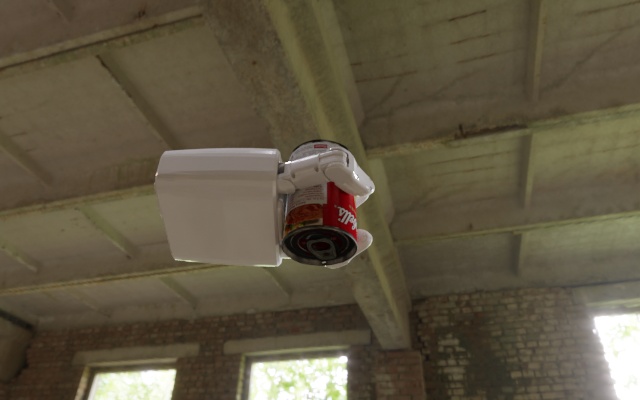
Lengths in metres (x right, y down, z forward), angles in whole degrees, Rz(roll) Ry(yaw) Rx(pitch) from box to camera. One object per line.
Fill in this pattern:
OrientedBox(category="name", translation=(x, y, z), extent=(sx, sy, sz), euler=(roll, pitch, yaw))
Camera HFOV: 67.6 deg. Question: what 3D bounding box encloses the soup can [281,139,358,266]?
OrientedBox(category="soup can", translation=(0.001, 0.001, 0.453), extent=(0.068, 0.102, 0.069), euler=(1, -35, 1))
